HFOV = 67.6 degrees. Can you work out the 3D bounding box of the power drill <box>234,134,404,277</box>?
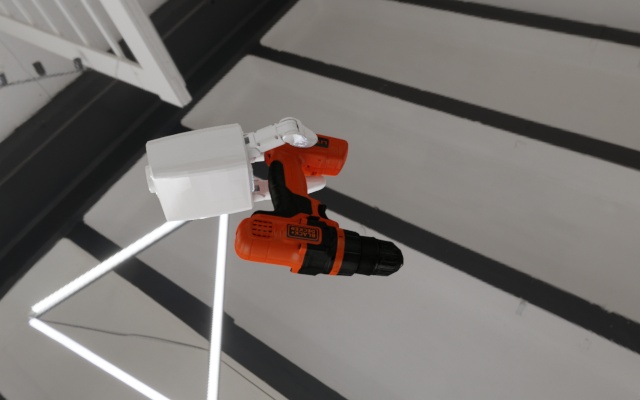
[{"bbox_3d":[0.000,0.001,0.556,0.184,0.187,0.057,10,-45,-13],"label":"power drill"}]
